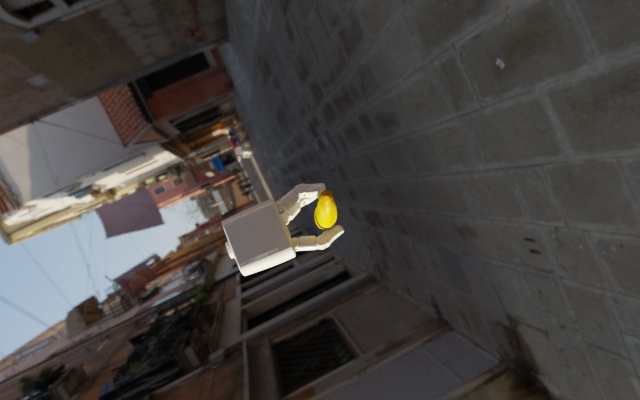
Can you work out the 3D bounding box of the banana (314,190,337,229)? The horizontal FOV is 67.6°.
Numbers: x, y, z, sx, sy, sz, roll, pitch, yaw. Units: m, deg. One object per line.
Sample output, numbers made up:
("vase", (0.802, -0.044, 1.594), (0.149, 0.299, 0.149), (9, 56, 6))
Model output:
("banana", (0.006, 0.021, 0.897), (0.037, 0.069, 0.198), (-19, -1, -5))
